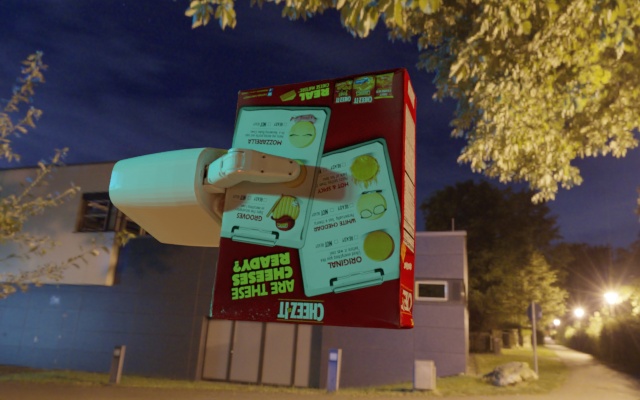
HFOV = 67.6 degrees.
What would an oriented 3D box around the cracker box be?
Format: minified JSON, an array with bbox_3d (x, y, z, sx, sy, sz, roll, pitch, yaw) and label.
[{"bbox_3d":[0.000,0.001,0.426,0.164,0.213,0.072,-3,-16,22],"label":"cracker box"}]
